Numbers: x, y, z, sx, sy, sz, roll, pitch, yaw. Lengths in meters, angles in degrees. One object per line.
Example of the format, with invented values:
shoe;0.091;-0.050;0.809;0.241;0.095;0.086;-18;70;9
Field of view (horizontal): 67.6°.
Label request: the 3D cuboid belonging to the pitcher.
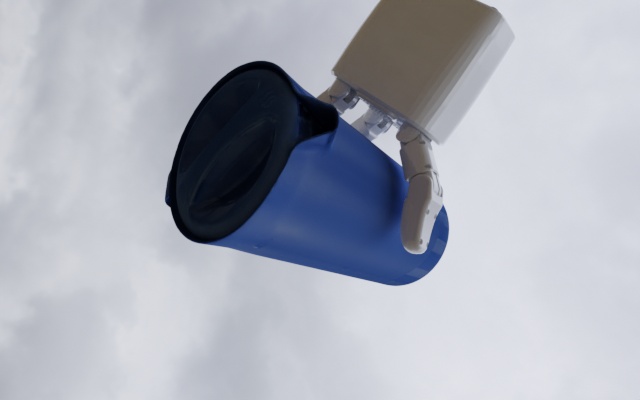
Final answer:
pitcher;0.000;0.001;0.412;0.243;0.145;0.149;26;10;-45
